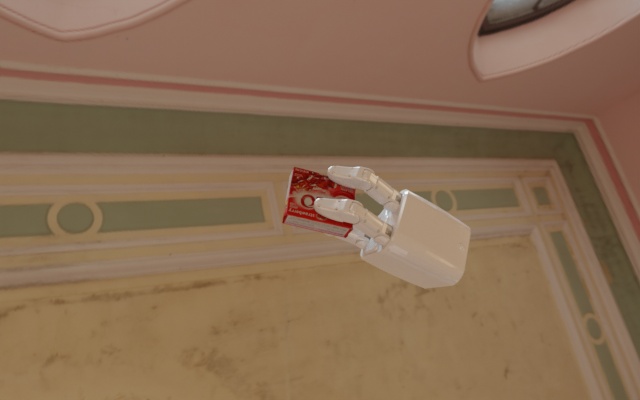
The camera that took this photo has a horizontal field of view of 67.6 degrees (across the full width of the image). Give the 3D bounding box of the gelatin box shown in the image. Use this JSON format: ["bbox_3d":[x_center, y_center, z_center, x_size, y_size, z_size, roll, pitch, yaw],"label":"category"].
[{"bbox_3d":[0.000,0.002,0.619,0.089,0.073,0.030,13,-32,-10],"label":"gelatin box"}]
